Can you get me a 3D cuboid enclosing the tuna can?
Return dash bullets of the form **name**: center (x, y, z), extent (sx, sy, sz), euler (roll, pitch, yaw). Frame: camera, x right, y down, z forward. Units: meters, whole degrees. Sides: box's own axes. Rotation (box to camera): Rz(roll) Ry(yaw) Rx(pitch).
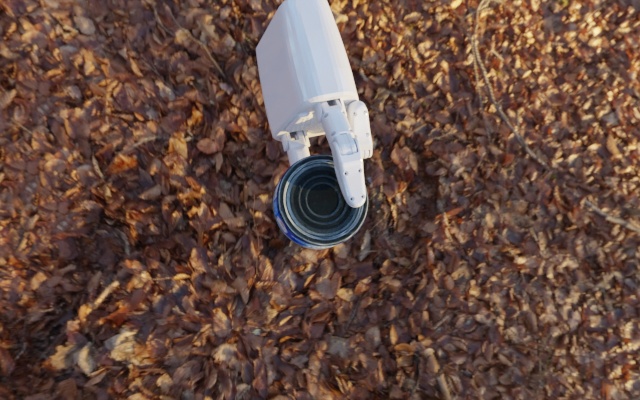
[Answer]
- **tuna can**: center (0.000, 0.001, 0.441), extent (0.086, 0.086, 0.034), euler (0, -9, -12)
